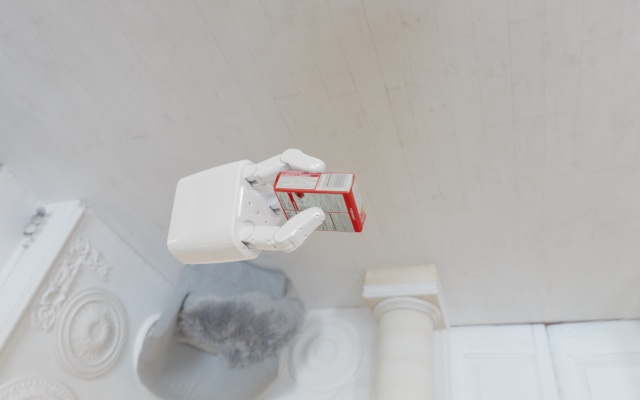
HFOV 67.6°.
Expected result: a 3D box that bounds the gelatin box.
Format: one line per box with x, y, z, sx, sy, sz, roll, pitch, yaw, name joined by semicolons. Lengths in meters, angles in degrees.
0.000;0.002;0.530;0.089;0.030;0.073;3;-38;20;gelatin box
